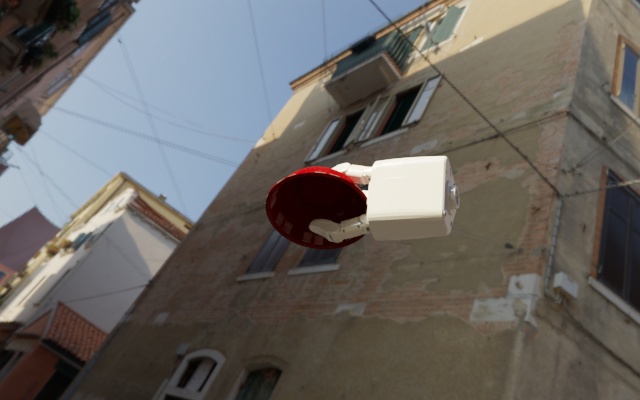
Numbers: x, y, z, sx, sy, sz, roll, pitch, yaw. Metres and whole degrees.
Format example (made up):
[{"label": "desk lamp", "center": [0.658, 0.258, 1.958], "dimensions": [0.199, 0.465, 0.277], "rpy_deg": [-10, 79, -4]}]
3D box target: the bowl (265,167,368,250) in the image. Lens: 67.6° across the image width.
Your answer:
[{"label": "bowl", "center": [-0.001, 0.002, 0.729], "dimensions": [0.162, 0.162, 0.055], "rpy_deg": [0, 43, 8]}]
